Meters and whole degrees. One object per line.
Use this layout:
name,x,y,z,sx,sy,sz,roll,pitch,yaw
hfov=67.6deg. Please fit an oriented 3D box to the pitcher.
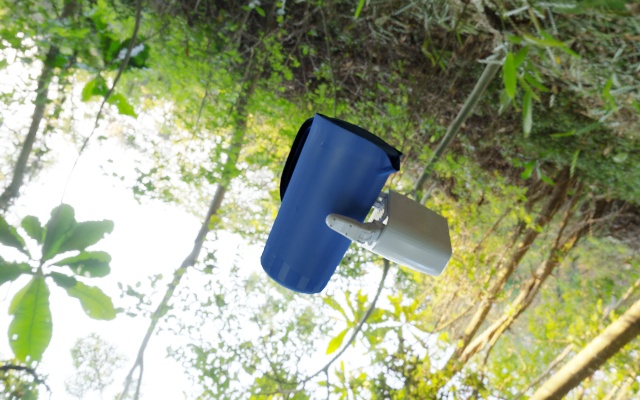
pitcher,0.000,0.002,0.691,0.145,0.243,0.149,25,13,-5
